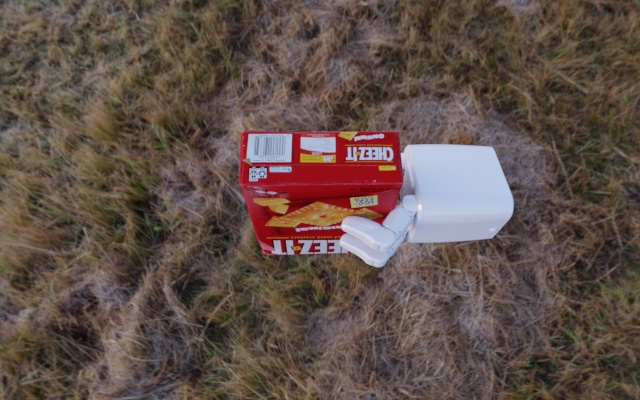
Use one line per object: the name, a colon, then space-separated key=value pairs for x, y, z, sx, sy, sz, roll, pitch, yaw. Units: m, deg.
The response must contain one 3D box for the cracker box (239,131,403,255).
cracker box: x=0.000 y=0.002 z=0.568 sx=0.164 sy=0.072 sz=0.214 roll=0 pitch=-25 yaw=0
